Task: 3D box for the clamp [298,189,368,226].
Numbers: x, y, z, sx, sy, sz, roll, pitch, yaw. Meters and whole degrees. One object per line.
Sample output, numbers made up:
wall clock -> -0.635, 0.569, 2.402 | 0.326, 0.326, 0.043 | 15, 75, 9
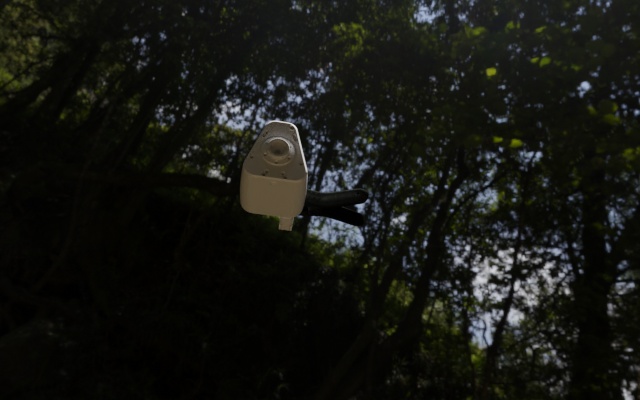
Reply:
clamp -> 0.000, 0.002, 0.800 | 0.171, 0.039, 0.120 | 8, -30, -5
